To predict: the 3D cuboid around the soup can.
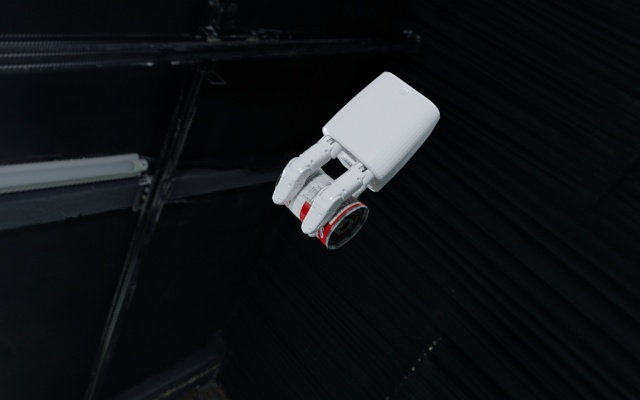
[{"bbox_3d":[0.000,0.002,0.593,0.102,0.068,0.068,44,22,25],"label":"soup can"}]
